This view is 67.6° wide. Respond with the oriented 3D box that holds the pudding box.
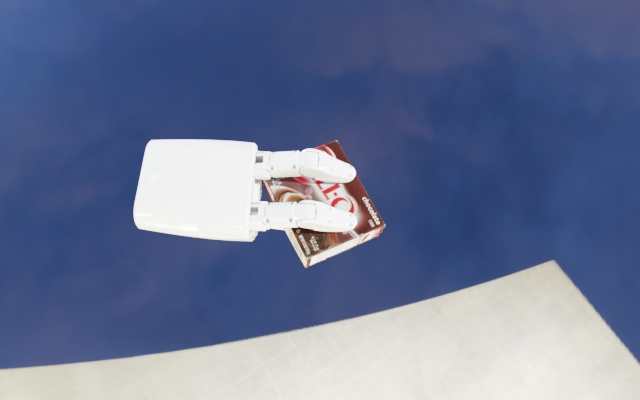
[{"bbox_3d":[0.000,0.002,0.498,0.090,0.113,0.039,-22,-19,-16],"label":"pudding box"}]
